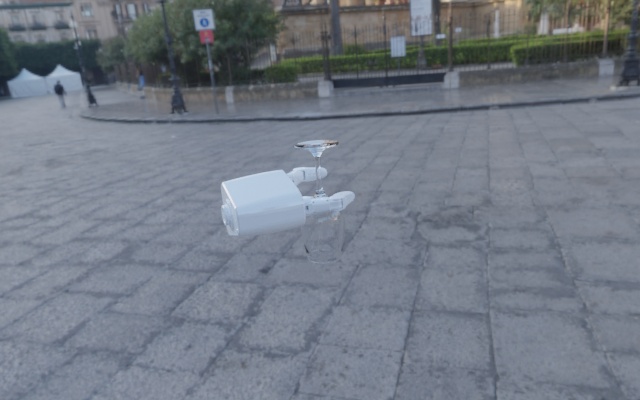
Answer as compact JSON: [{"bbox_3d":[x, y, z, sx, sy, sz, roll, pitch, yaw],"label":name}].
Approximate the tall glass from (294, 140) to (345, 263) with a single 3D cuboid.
[{"bbox_3d":[0.000,0.002,0.809,0.079,0.201,0.079,-4,17,1],"label":"tall glass"}]
